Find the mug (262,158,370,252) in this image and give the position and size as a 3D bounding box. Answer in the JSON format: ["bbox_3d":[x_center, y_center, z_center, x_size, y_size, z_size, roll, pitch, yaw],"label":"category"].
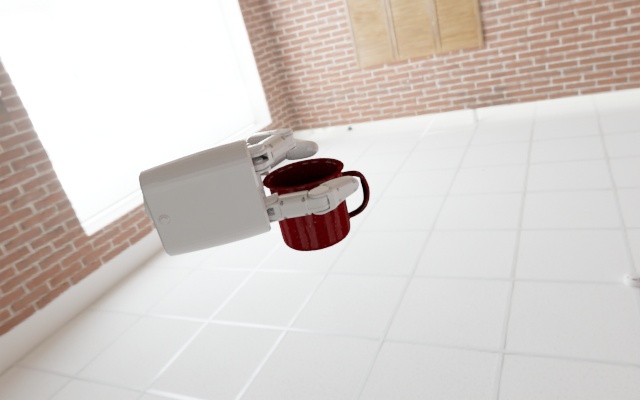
[{"bbox_3d":[0.001,0.002,0.547,0.117,0.081,0.093,-15,22,-7],"label":"mug"}]
